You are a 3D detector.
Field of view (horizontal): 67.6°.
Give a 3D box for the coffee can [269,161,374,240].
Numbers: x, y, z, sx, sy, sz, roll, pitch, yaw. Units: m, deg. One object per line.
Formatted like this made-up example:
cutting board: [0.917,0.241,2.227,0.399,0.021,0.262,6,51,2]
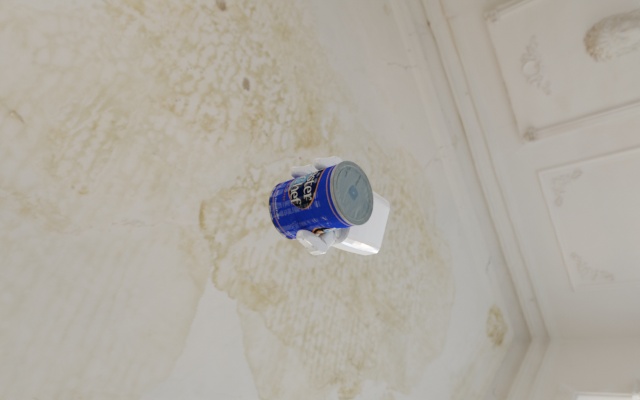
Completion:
coffee can: [0.000,0.003,0.778,0.140,0.103,0.103,-16,-10,39]
